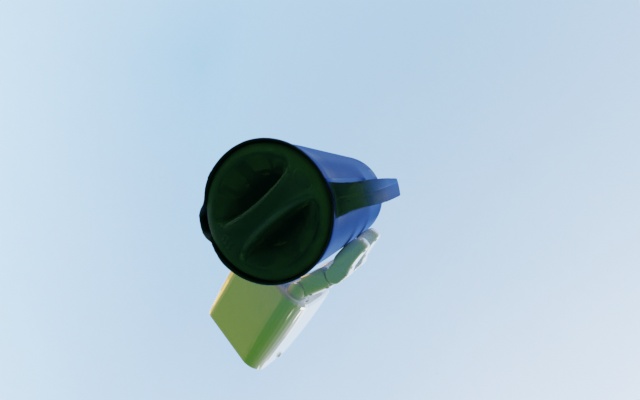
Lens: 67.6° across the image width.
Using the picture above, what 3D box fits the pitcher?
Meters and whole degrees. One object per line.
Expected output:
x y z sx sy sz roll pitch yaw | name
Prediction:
0.000 0.002 0.529 0.149 0.145 0.243 35 16 15 | pitcher
